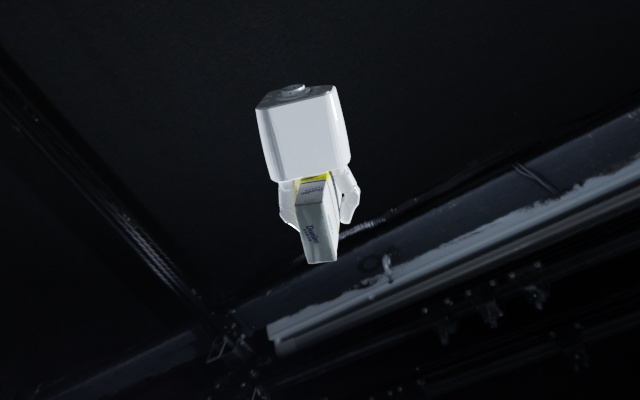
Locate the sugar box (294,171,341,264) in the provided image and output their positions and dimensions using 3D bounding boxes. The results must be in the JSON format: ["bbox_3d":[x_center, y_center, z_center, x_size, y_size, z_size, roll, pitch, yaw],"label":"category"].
[{"bbox_3d":[0.000,0.002,0.688,0.048,0.093,0.176,-7,27,12],"label":"sugar box"}]
